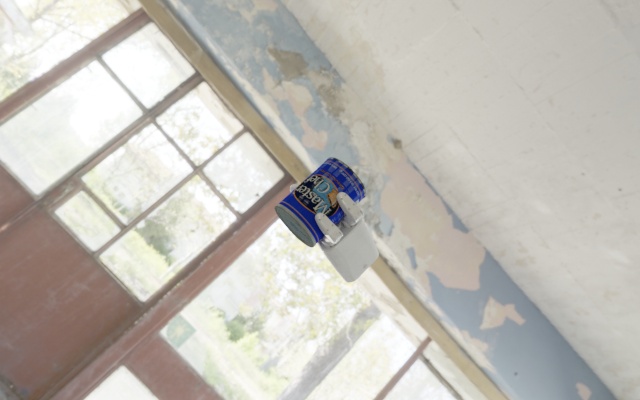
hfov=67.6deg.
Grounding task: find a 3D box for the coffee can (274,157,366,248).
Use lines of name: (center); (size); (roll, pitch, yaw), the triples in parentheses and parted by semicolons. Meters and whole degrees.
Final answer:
coffee can: (0.000, 0.003, 0.885); (0.140, 0.103, 0.103); (-43, 15, -16)
